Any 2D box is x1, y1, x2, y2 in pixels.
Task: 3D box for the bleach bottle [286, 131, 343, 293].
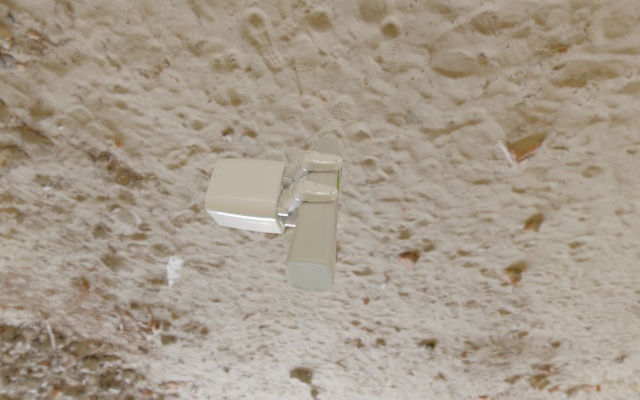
[{"bbox_3d":[0.000,0.002,0.716,0.068,0.250,0.103,6,-35,3],"label":"bleach bottle"}]
